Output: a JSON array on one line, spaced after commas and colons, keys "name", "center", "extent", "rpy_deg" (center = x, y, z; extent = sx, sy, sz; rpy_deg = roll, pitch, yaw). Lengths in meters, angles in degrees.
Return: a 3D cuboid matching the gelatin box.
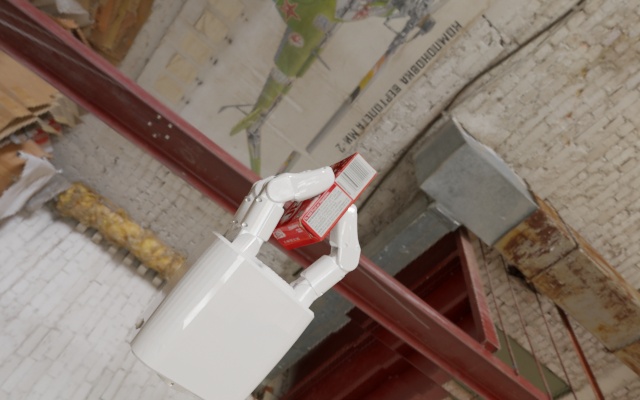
[{"name": "gelatin box", "center": [0.001, 0.002, 0.434], "extent": [0.089, 0.030, 0.073], "rpy_deg": [-49, 12, -25]}]
